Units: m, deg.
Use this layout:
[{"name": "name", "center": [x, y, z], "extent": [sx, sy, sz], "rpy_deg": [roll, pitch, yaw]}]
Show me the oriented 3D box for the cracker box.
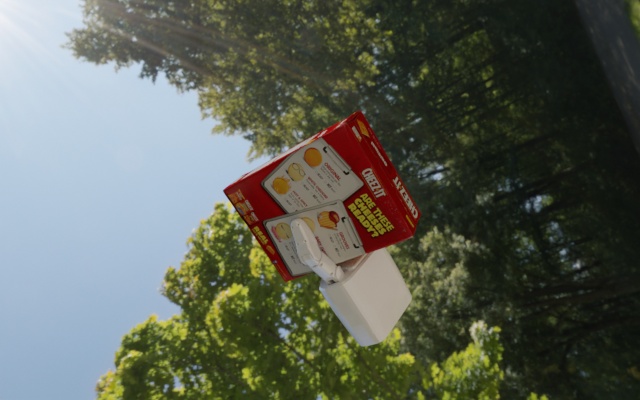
[{"name": "cracker box", "center": [0.000, 0.002, 0.642], "extent": [0.214, 0.164, 0.072], "rpy_deg": [-25, 15, 31]}]
